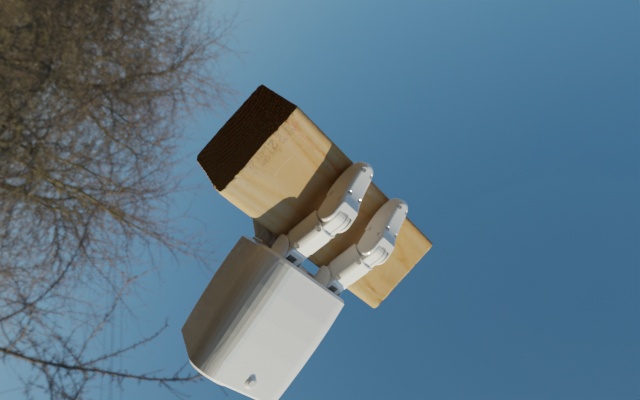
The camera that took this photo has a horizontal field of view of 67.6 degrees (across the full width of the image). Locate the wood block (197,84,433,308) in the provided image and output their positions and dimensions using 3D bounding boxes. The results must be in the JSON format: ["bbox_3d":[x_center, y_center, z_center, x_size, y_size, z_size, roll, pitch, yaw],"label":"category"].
[{"bbox_3d":[0.000,0.002,0.444,0.206,0.090,0.090,42,0,-35],"label":"wood block"}]
